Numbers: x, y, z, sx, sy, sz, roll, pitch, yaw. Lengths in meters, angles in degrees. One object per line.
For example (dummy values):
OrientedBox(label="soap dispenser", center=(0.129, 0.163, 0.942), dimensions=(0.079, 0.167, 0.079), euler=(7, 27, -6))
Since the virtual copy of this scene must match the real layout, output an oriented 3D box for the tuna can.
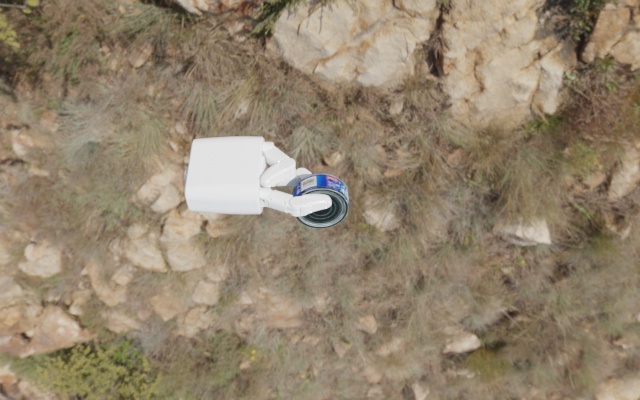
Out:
OrientedBox(label="tuna can", center=(0.000, 0.003, 0.715), dimensions=(0.086, 0.086, 0.033), euler=(0, 42, -3))
